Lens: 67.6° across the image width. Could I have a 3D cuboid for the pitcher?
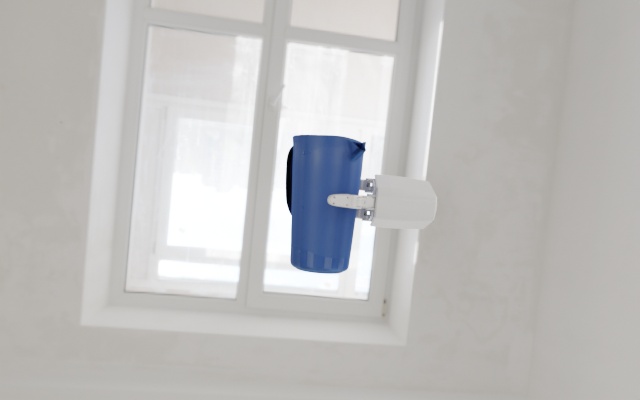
[{"bbox_3d":[0.000,0.003,0.871,0.145,0.243,0.149,5,2,0],"label":"pitcher"}]
